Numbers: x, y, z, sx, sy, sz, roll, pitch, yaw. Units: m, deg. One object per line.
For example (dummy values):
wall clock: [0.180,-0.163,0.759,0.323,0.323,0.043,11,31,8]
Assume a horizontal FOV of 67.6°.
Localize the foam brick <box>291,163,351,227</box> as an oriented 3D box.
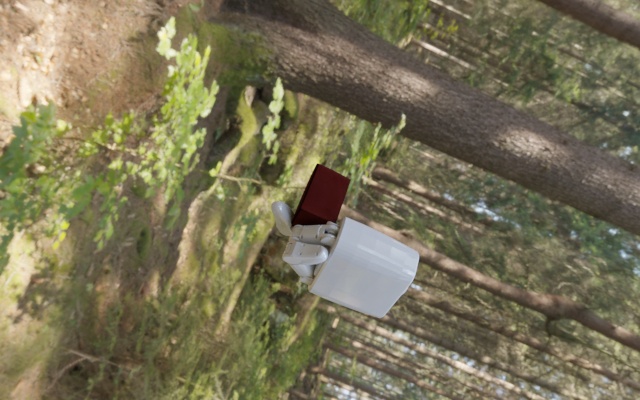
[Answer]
foam brick: [0.000,0.002,0.637,0.051,0.078,0.053,23,-32,-4]
